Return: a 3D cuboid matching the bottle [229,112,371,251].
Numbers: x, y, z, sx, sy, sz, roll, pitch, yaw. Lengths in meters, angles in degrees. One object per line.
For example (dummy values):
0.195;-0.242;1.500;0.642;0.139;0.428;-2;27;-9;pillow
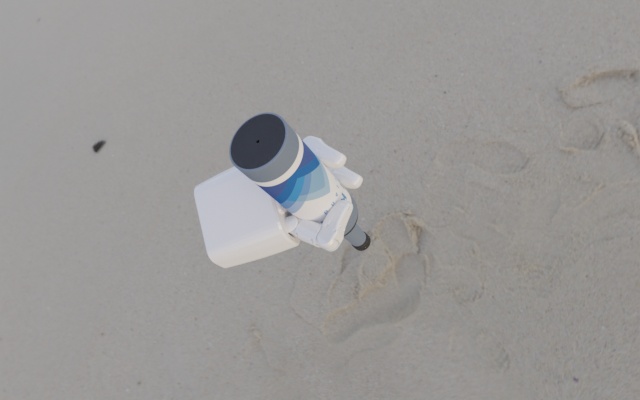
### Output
0.000;0.002;0.583;0.069;0.069;0.296;0;-24;27;bottle
